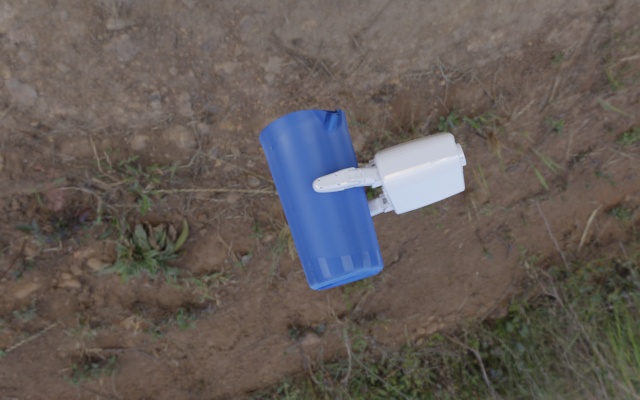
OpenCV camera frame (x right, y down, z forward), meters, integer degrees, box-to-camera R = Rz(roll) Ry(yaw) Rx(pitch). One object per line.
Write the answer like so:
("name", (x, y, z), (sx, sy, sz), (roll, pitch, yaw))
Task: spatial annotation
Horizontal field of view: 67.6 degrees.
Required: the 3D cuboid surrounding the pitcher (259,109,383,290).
("pitcher", (0.000, 0.002, 0.695), (0.145, 0.242, 0.149), (-18, -13, 9))
